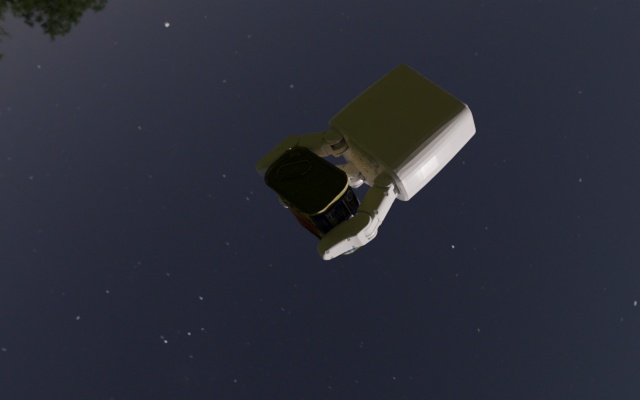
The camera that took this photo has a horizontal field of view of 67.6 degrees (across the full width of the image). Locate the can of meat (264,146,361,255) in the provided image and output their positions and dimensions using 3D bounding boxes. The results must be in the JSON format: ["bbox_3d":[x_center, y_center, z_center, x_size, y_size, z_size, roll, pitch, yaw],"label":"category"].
[{"bbox_3d":[0.000,0.002,0.504,0.102,0.057,0.084,36,-14,44],"label":"can of meat"}]
